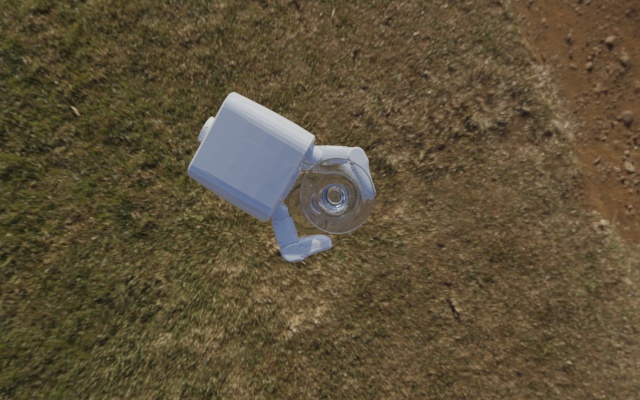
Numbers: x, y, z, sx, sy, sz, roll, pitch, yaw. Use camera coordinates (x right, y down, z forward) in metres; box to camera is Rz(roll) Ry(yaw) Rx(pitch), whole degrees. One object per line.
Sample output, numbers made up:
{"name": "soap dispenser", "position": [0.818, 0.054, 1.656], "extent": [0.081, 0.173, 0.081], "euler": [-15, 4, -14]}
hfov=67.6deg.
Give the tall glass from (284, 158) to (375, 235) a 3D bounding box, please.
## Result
{"name": "tall glass", "position": [0.000, 0.002, 0.560], "extent": [0.079, 0.079, 0.201], "euler": [0, -4, -9]}
